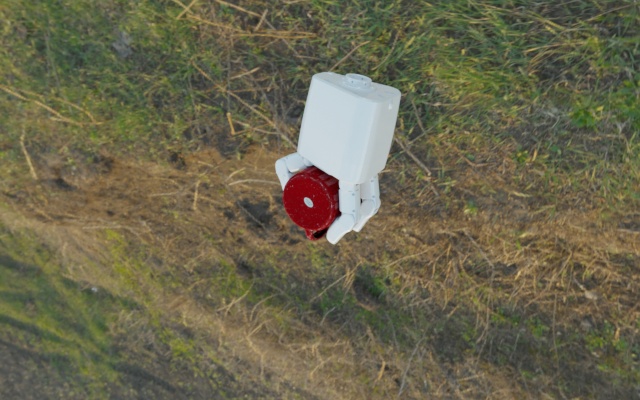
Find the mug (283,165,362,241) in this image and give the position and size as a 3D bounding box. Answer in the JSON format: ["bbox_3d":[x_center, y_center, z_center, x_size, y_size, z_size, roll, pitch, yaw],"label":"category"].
[{"bbox_3d":[0.000,0.003,0.661,0.093,0.117,0.081,23,29,24],"label":"mug"}]
